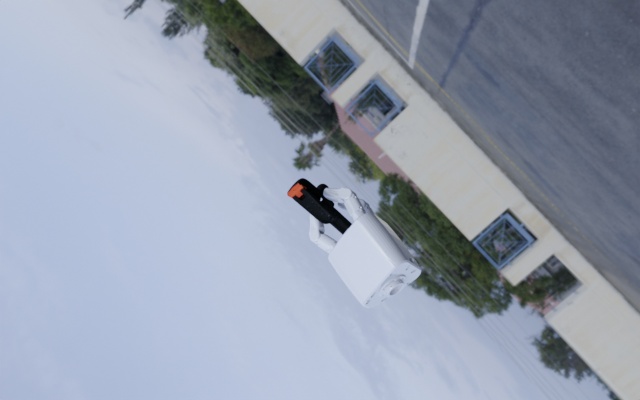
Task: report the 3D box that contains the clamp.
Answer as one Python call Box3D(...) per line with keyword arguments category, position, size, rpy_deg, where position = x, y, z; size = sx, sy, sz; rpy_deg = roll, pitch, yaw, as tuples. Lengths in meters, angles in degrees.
Box3D(category="clamp", position=(-0.001, 0.003, 0.850), size=(0.210, 0.036, 0.164), rpy_deg=(33, 17, -53))
